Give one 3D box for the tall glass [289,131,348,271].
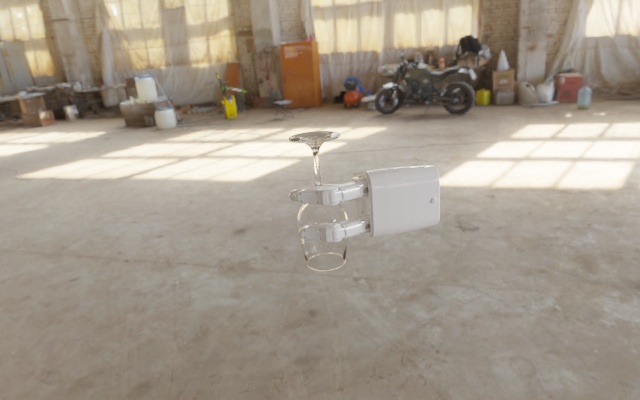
[{"bbox_3d":[0.000,0.002,0.711,0.079,0.201,0.079,-4,19,2],"label":"tall glass"}]
